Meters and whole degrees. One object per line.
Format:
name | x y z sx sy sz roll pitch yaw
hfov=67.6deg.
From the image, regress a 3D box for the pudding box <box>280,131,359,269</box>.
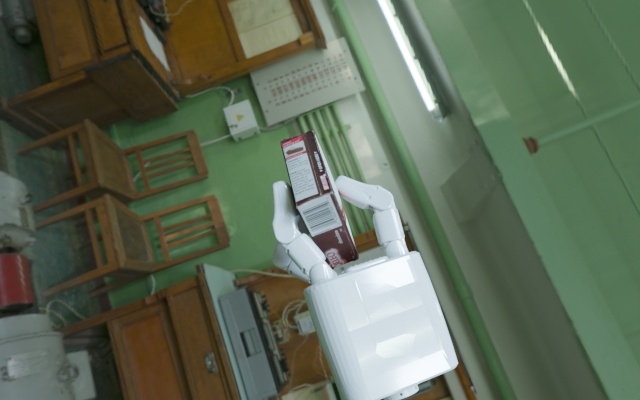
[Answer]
pudding box | 0.000 0.002 0.475 0.039 0.090 0.114 -19 -41 2
